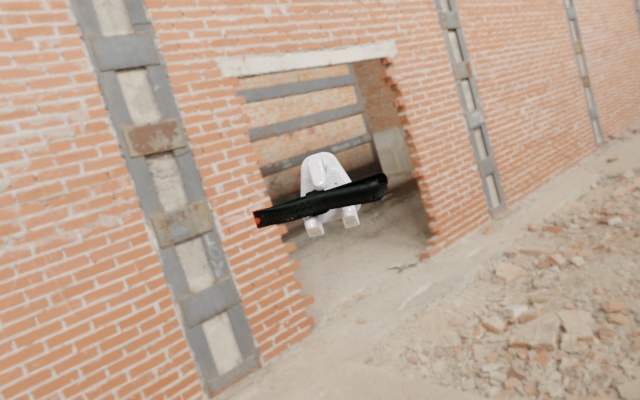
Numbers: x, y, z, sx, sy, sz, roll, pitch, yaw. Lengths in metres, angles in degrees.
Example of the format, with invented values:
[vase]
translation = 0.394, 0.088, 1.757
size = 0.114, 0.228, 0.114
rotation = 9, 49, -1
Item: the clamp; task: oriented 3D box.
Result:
[clamp]
translation = -0.001, 0.002, 0.685
size = 0.210, 0.036, 0.164
rotation = -16, 4, 5
